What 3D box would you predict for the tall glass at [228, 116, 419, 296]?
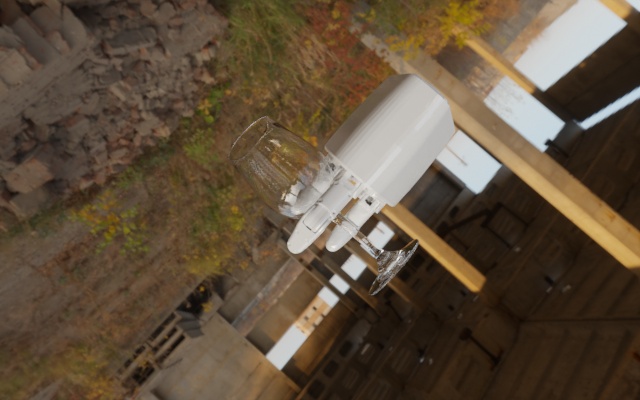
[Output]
[{"bbox_3d":[0.000,0.002,0.487,0.201,0.079,0.079,41,3,4],"label":"tall glass"}]
